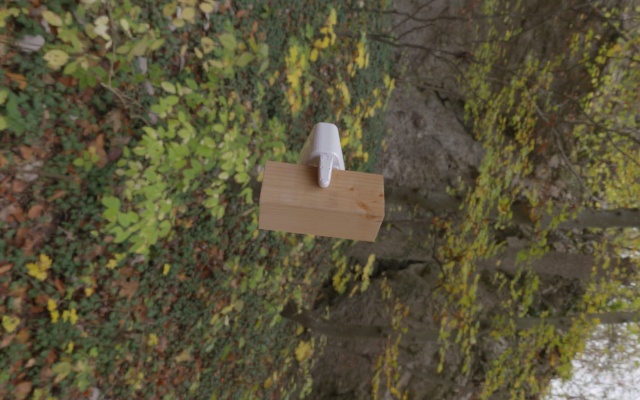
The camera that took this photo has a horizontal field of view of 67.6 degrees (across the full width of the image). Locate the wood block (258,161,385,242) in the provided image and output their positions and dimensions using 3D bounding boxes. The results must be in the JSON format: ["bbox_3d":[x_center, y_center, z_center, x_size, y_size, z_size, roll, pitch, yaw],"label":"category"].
[{"bbox_3d":[0.000,0.002,0.833,0.206,0.090,0.091,6,-37,-3],"label":"wood block"}]
